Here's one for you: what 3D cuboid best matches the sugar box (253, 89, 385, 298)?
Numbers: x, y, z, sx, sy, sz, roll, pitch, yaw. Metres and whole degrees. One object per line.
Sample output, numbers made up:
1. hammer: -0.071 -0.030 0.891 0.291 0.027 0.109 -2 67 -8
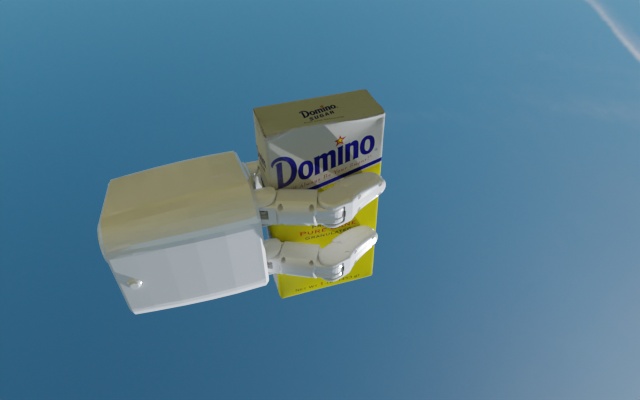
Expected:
1. sugar box: 0.000 0.002 0.400 0.093 0.176 0.048 -13 43 -13
